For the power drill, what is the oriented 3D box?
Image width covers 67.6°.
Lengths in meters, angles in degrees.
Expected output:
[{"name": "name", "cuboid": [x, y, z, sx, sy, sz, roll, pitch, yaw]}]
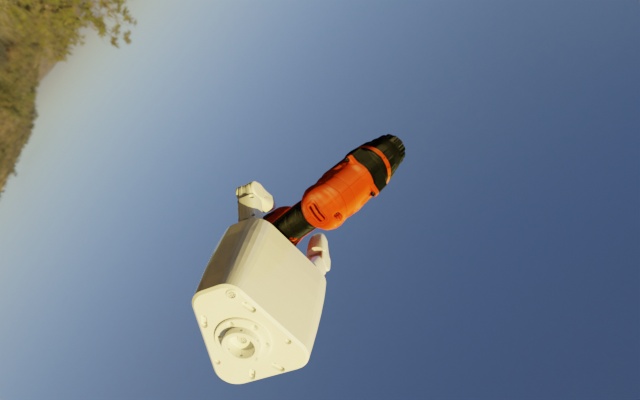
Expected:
[{"name": "power drill", "cuboid": [0.000, 0.002, 0.543, 0.188, 0.057, 0.184, -37, 0, 40]}]
